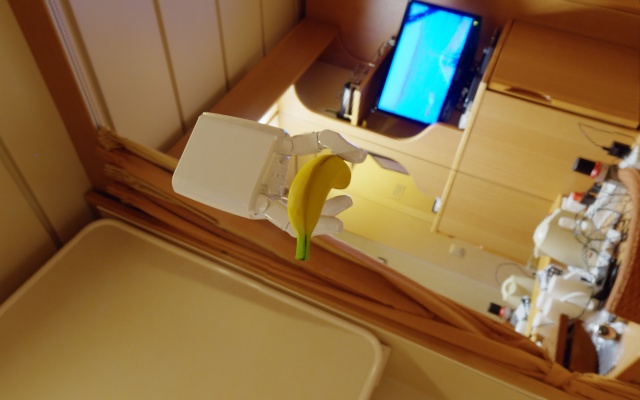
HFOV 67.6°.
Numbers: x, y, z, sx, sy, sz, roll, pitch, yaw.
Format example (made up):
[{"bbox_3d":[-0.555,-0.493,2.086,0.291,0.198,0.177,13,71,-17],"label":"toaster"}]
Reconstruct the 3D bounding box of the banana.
[{"bbox_3d":[0.001,-0.014,0.503,0.037,0.070,0.197,11,25,13],"label":"banana"}]
